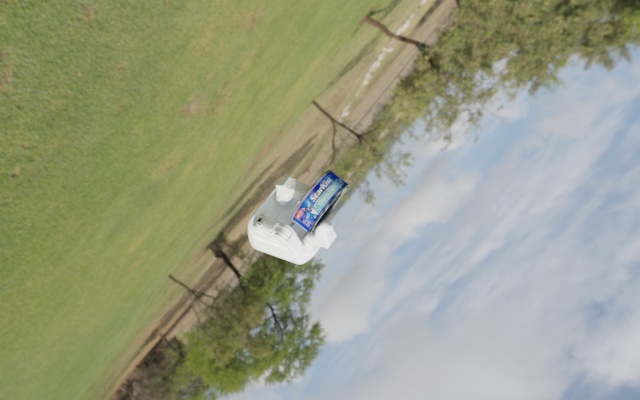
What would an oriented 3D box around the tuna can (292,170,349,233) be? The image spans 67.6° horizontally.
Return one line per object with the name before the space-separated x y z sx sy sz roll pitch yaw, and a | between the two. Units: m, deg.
tuna can | 0.001 0.002 0.644 0.034 0.086 0.086 38 5 7
